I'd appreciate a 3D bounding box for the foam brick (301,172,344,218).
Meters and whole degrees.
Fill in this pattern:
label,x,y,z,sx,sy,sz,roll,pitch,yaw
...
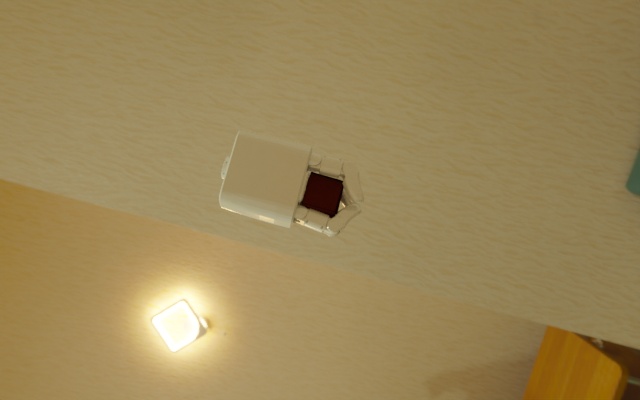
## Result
label,x,y,z,sx,sy,sz,roll,pitch,yaw
foam brick,0.000,0.002,0.695,0.051,0.053,0.078,15,-24,-1
